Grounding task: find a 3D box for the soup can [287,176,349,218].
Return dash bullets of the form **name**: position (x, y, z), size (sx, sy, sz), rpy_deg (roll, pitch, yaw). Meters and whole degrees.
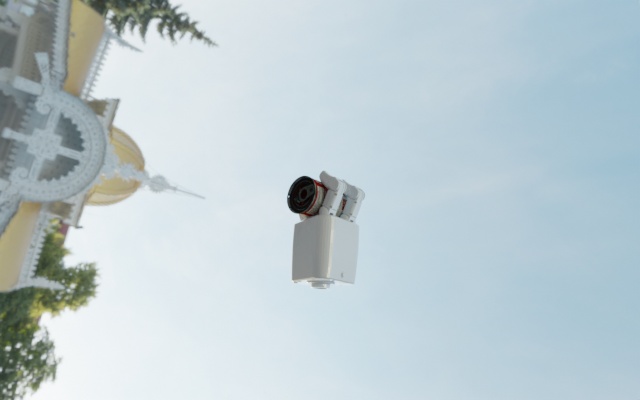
- **soup can**: position (0.000, 0.002, 0.848), size (0.068, 0.068, 0.102), rpy_deg (0, -15, 44)
